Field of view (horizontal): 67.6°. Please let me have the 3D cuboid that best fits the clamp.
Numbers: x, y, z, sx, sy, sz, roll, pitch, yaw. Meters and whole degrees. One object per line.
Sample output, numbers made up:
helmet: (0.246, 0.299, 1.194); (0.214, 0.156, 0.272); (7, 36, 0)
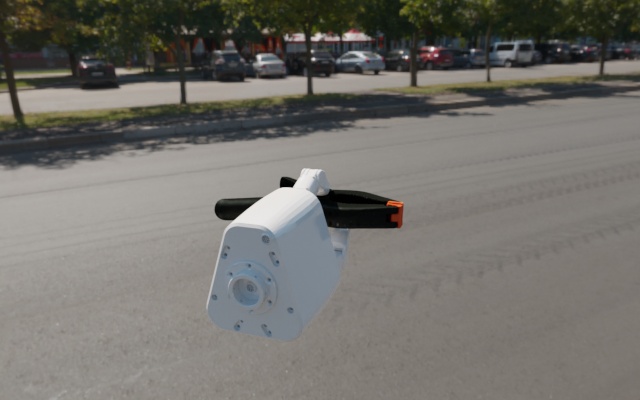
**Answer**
clamp: (0.001, 0.001, 0.589); (0.210, 0.036, 0.164); (5, 16, 17)
